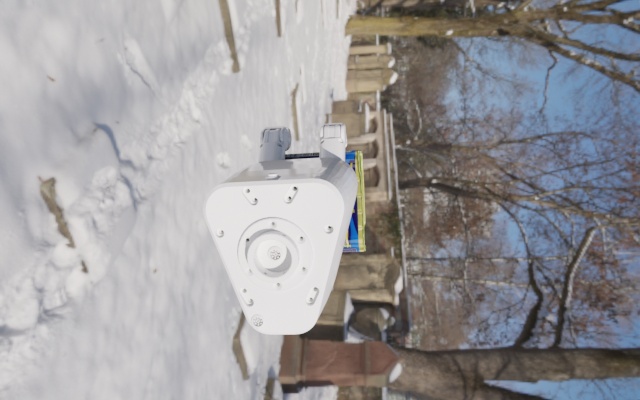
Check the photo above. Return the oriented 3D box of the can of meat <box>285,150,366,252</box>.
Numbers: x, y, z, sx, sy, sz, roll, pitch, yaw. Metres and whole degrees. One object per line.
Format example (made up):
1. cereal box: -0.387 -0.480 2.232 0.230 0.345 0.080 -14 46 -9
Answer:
1. can of meat: 0.000 0.002 0.462 0.084 0.102 0.057 -2 7 8
